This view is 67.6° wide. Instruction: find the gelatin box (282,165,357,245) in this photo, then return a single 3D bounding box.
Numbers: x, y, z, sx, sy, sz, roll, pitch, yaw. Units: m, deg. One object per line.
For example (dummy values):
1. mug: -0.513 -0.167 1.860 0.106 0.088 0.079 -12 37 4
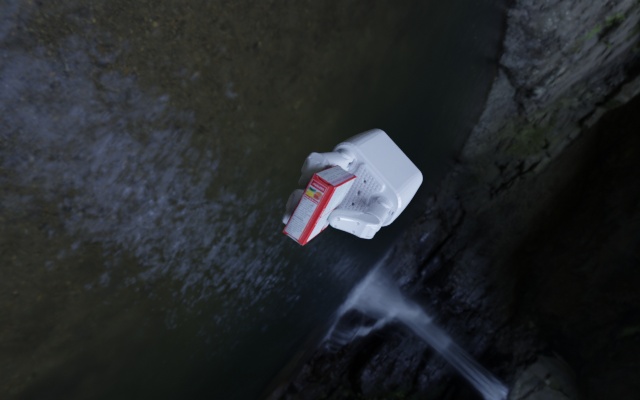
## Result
1. gelatin box: 0.000 0.002 0.523 0.030 0.073 0.089 33 19 10
